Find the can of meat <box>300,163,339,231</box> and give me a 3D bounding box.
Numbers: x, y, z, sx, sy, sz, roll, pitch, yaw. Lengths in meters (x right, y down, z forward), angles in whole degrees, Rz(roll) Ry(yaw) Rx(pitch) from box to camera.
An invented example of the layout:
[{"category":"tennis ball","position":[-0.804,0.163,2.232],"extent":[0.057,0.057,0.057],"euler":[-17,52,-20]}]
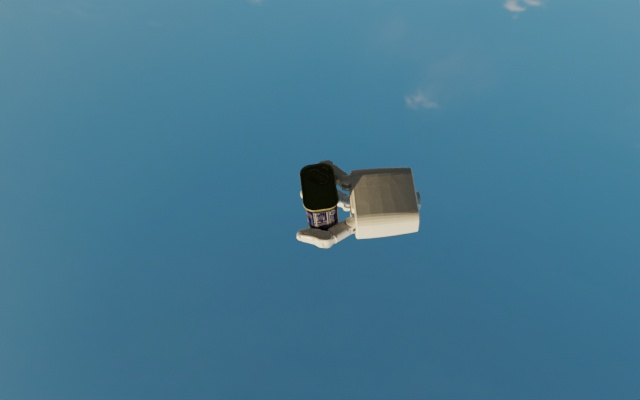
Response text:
[{"category":"can of meat","position":[0.000,0.003,0.807],"extent":[0.057,0.102,0.084],"euler":[-8,-40,-1]}]
